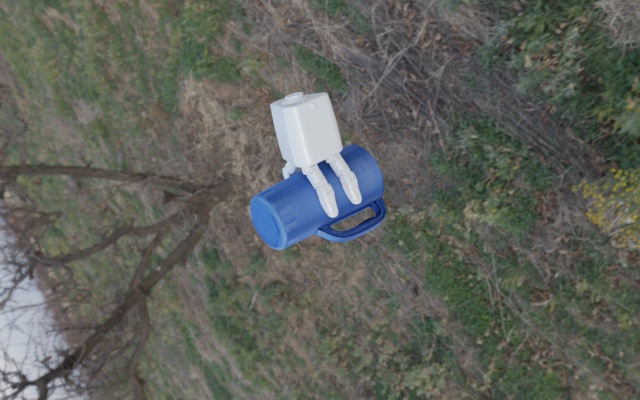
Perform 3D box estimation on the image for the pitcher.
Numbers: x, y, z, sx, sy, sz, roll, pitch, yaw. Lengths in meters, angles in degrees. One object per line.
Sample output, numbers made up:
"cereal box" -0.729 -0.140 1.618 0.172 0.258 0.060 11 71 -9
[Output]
"pitcher" 0.000 0.003 0.898 0.243 0.145 0.149 -28 27 -31
